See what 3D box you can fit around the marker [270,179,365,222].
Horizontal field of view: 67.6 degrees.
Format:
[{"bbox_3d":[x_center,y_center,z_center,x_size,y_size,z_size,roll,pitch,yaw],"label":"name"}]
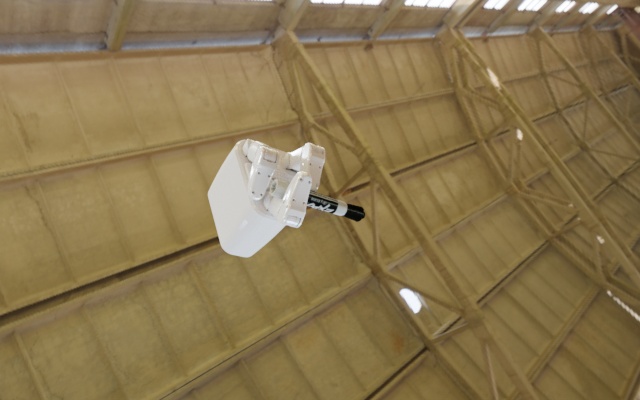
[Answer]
[{"bbox_3d":[0.000,0.002,0.546,0.121,0.020,0.020,17,-8,-27],"label":"marker"}]
